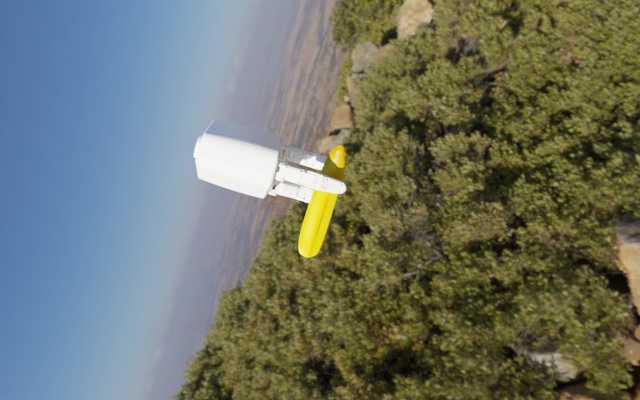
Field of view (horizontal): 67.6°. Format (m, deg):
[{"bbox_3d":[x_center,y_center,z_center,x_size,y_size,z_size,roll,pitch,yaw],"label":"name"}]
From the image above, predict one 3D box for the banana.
[{"bbox_3d":[-0.002,0.014,0.709,0.037,0.198,0.069,15,28,-5],"label":"banana"}]
